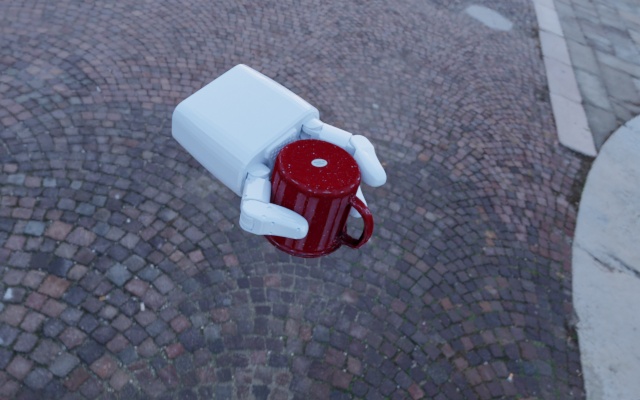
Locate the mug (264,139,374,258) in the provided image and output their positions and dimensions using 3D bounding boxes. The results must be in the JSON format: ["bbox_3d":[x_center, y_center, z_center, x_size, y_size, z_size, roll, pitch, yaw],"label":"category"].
[{"bbox_3d":[0.001,0.002,0.459,0.117,0.082,0.093,36,46,19],"label":"mug"}]
